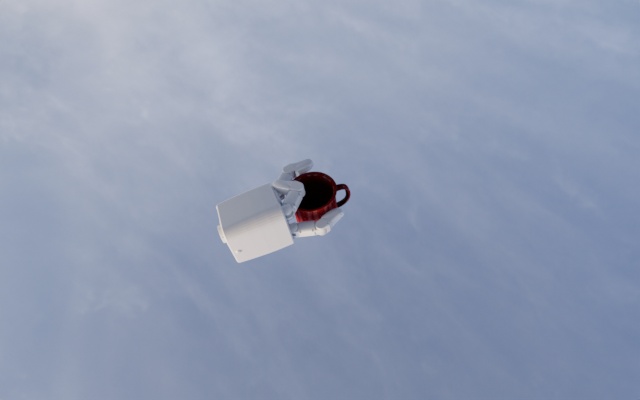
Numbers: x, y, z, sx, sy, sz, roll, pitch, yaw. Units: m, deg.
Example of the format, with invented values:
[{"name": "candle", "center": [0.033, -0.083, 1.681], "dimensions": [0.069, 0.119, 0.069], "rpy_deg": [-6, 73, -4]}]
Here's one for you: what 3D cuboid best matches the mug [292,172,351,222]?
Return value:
[{"name": "mug", "center": [0.001, 0.002, 0.889], "dimensions": [0.117, 0.093, 0.082], "rpy_deg": [-21, -38, -6]}]
